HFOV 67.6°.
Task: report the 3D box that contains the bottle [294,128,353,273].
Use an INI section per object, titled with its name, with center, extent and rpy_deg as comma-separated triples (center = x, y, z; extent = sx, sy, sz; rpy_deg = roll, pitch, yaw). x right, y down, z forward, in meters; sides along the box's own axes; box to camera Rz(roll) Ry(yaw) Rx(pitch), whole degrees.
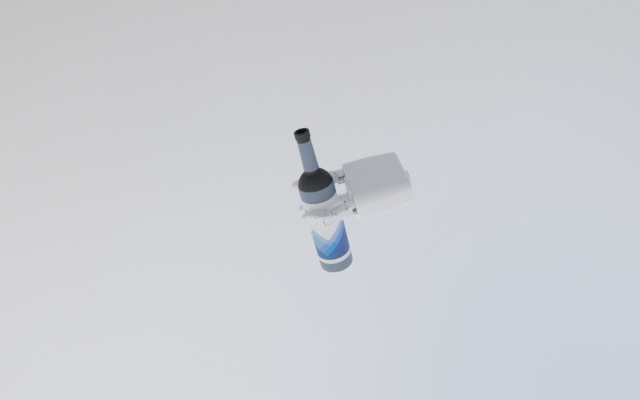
[bottle]
center = 0.000, 0.003, 0.886
extent = 0.069, 0.296, 0.069
rpy_deg = -11, 32, 7
